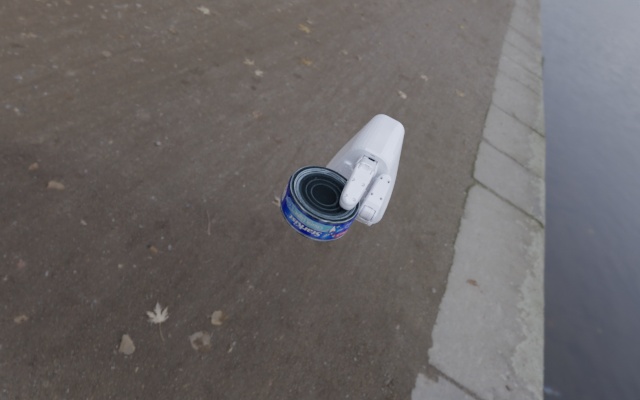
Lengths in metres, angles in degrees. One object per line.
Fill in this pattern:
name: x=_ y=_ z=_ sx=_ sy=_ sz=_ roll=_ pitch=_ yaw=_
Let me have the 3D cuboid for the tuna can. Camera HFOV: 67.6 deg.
tuna can: x=0.000 y=0.001 z=0.535 sx=0.086 sy=0.086 sz=0.034 roll=0 pitch=-39 yaw=-27
